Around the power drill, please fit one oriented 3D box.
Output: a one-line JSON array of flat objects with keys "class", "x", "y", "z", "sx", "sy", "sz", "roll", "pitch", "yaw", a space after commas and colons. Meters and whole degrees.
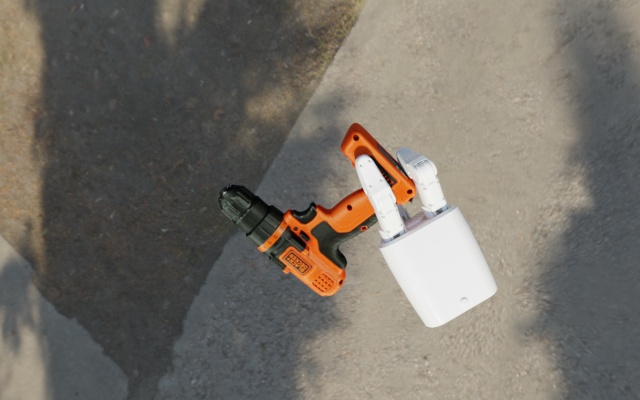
[{"class": "power drill", "x": 0.001, "y": 0.002, "z": 0.552, "sx": 0.184, "sy": 0.188, "sz": 0.057, "roll": 41, "pitch": 19, "yaw": -15}]
